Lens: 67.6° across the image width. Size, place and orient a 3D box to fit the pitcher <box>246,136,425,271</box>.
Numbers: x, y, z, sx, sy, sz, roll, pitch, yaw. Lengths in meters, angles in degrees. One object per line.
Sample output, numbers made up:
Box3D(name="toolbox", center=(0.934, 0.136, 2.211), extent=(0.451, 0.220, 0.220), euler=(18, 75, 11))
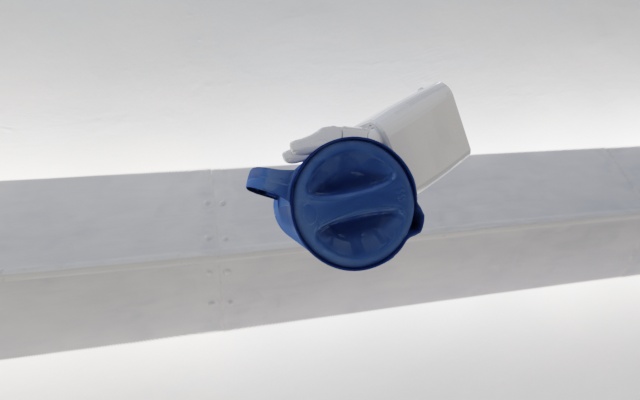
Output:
Box3D(name="pitcher", center=(0.000, 0.002, 0.580), extent=(0.145, 0.149, 0.243), euler=(-32, 6, -12))
